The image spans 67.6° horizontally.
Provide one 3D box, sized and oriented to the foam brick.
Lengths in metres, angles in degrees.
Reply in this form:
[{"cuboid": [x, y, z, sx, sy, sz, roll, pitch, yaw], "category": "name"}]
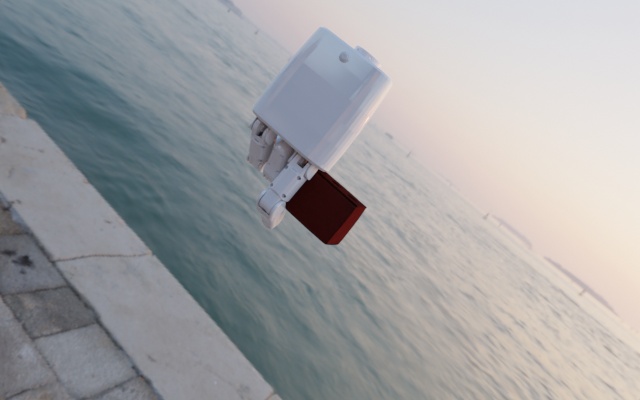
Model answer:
[{"cuboid": [0.000, 0.002, 0.489, 0.078, 0.051, 0.053, 42, 7, 13], "category": "foam brick"}]
